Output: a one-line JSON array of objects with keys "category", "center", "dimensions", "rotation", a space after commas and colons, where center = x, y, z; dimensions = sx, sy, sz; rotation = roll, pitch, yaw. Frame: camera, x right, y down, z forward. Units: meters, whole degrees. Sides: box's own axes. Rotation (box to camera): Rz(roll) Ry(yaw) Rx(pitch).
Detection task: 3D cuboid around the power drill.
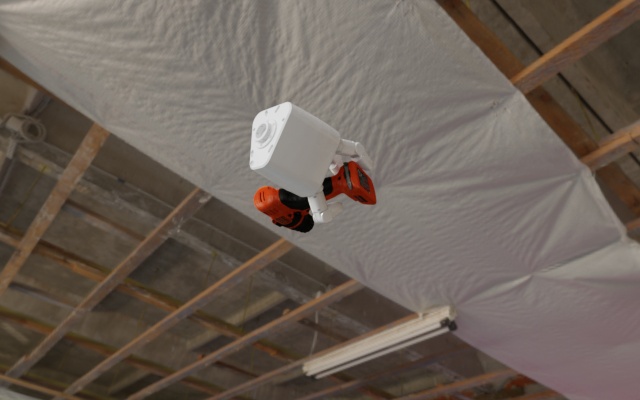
[{"category": "power drill", "center": [0.000, 0.003, 0.851], "dimensions": [0.187, 0.057, 0.184], "rotation": [-20, -23, 18]}]
